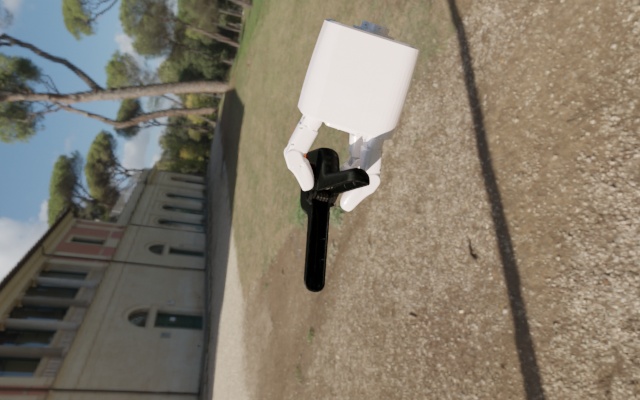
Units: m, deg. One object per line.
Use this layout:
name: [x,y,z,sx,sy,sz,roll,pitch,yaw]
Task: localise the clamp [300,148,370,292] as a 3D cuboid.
clamp: [-0.001,0.001,0.608,0.036,0.165,0.210,13,21,-18]
